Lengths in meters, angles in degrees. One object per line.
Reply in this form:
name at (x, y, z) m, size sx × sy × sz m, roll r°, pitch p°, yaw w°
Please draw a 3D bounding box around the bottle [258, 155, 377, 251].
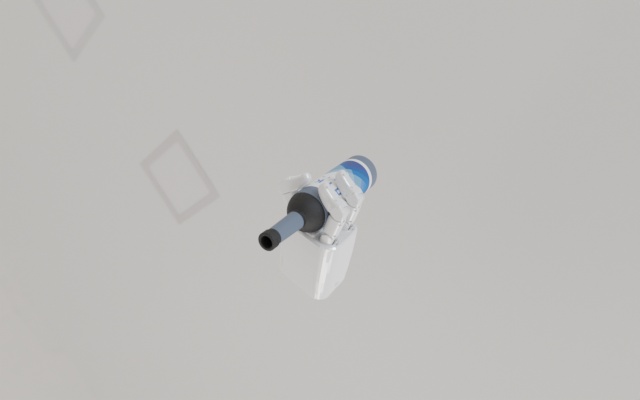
bottle at (0.000, 0.002, 0.748) m, size 0.069 × 0.069 × 0.295 m, roll 0°, pitch 21°, yaw 32°
